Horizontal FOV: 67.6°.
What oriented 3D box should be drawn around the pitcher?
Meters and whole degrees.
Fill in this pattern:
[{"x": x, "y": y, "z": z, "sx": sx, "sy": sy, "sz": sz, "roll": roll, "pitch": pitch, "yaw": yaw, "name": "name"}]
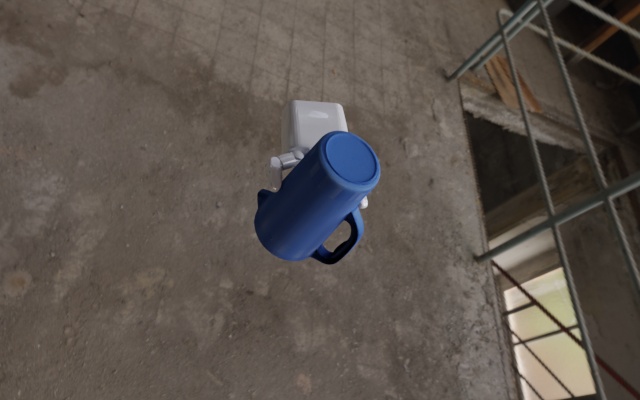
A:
[{"x": 0.000, "y": 0.002, "z": 0.789, "sx": 0.149, "sy": 0.145, "sz": 0.243, "roll": 10, "pitch": -33, "yaw": -26, "name": "pitcher"}]
